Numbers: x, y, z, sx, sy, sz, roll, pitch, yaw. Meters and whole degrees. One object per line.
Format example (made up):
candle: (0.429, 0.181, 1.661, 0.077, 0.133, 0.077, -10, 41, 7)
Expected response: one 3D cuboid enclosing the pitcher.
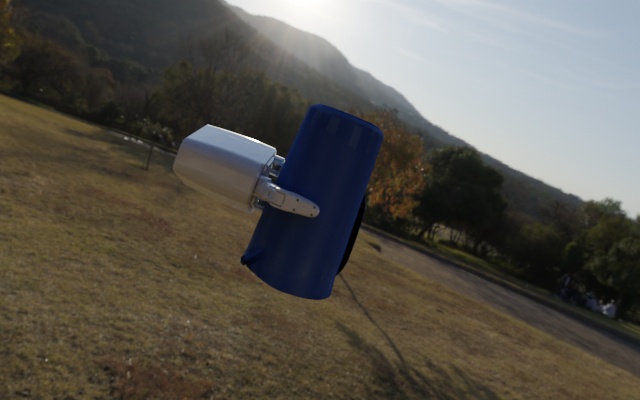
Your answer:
pitcher: (0.000, 0.002, 0.655, 0.145, 0.243, 0.149, 22, 7, -1)
